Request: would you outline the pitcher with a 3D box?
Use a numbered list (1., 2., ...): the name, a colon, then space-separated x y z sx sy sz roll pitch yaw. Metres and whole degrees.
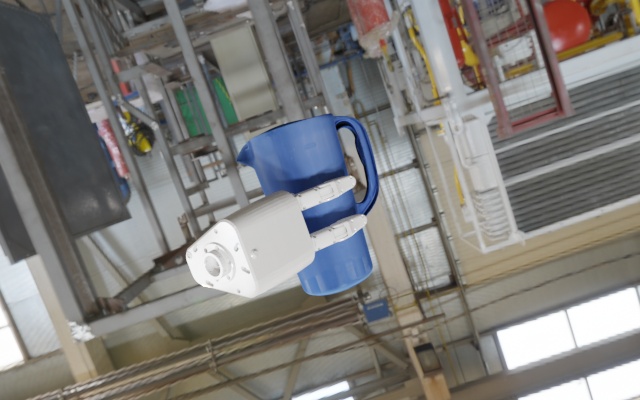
1. pitcher: 0.000 0.002 0.686 0.149 0.243 0.145 -14 7 36
